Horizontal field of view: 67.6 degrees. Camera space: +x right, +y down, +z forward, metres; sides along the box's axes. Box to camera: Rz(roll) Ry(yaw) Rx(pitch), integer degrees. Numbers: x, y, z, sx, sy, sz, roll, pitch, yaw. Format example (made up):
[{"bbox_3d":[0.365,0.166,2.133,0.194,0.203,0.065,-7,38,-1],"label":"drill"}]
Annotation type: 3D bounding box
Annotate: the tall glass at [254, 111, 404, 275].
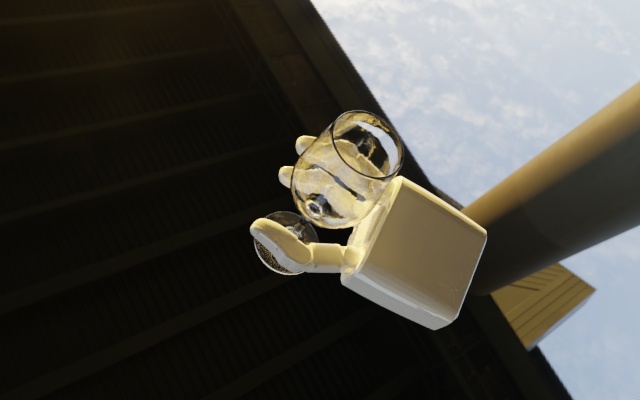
[{"bbox_3d":[0.000,0.002,0.442,0.079,0.079,0.201,0,-27,-24],"label":"tall glass"}]
